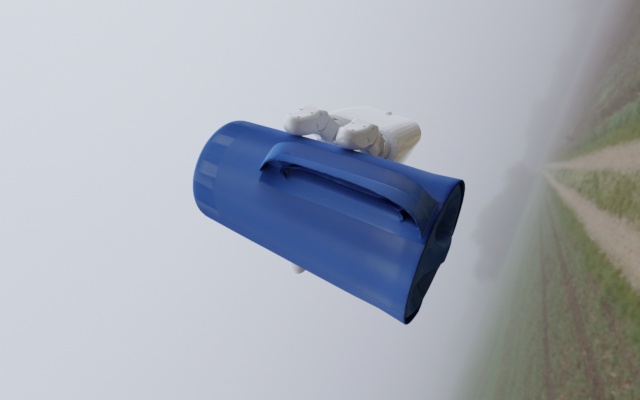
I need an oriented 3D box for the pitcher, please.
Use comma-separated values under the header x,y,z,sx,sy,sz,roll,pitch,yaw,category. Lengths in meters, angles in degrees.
x,y,z,sx,sy,sz,roll,pitch,yaw,category
0.000,0.001,0.446,0.243,0.149,0.145,21,27,22,pitcher
